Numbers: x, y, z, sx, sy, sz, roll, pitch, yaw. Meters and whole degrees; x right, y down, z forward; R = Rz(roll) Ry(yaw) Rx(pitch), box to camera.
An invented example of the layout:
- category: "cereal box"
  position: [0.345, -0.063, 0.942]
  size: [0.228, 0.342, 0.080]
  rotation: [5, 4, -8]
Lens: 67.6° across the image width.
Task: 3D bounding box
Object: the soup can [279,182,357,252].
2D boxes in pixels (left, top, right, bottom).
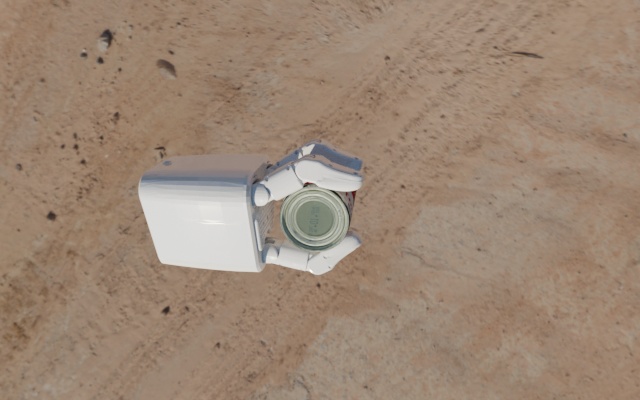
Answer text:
- category: "soup can"
  position: [0.001, 0.002, 0.482]
  size: [0.068, 0.068, 0.102]
  rotation: [0, 19, 7]
